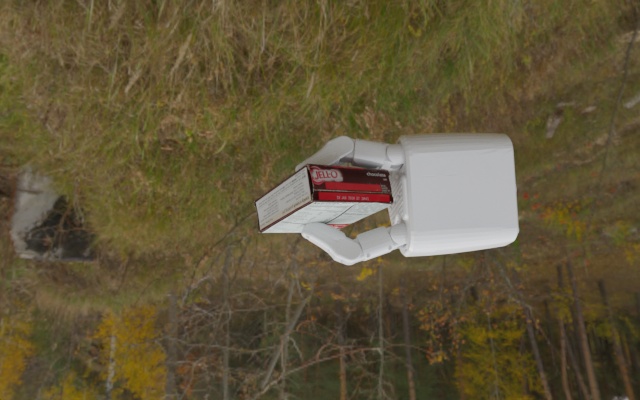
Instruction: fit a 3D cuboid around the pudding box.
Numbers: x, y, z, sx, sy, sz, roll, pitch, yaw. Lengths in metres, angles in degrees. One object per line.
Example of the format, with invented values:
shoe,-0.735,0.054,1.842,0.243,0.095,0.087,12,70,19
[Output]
pudding box,0.000,0.002,0.458,0.090,0.039,0.113,3,-20,-32
